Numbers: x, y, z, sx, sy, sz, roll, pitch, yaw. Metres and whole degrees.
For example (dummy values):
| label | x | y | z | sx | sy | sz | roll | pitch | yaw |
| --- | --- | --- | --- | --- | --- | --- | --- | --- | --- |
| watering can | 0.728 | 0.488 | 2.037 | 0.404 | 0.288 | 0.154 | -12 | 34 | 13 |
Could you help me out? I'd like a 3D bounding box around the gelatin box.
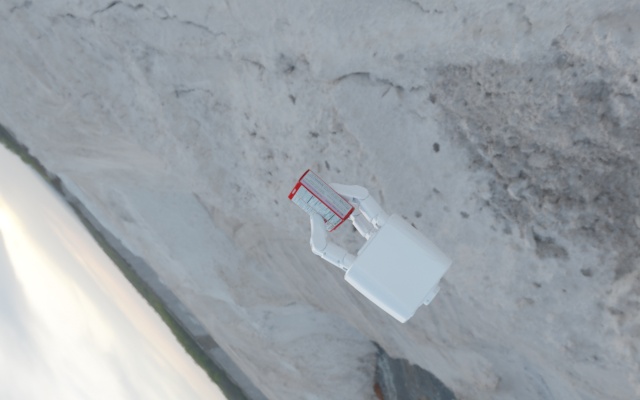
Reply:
| label | x | y | z | sx | sy | sz | roll | pitch | yaw |
| --- | --- | --- | --- | --- | --- | --- | --- | --- | --- |
| gelatin box | 0.000 | 0.002 | 0.703 | 0.089 | 0.030 | 0.073 | 40 | -23 | -1 |
